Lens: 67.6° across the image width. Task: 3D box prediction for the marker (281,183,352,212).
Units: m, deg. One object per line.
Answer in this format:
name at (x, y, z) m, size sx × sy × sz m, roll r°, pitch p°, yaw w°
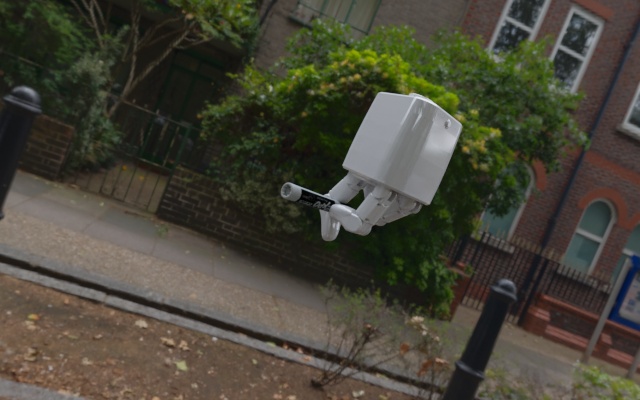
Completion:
marker at (0.000, 0.002, 0.582) m, size 0.020 × 0.020 × 0.121 m, roll 0°, pitch -13°, yaw 41°
